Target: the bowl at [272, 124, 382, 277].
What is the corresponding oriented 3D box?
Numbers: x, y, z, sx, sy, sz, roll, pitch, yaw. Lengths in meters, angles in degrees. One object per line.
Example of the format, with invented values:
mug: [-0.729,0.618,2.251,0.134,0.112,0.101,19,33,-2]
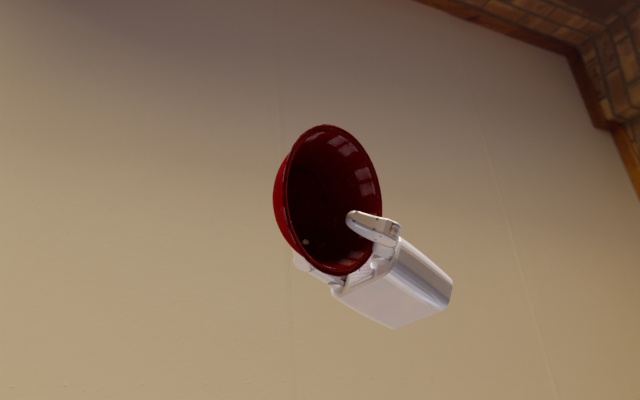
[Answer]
bowl: [-0.001,0.001,0.523,0.055,0.162,0.162,-8,-5,41]
